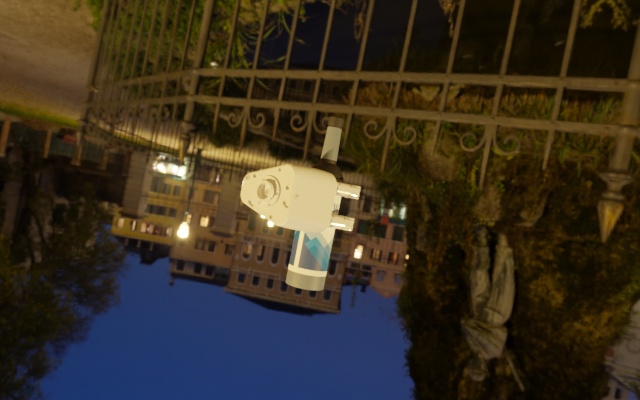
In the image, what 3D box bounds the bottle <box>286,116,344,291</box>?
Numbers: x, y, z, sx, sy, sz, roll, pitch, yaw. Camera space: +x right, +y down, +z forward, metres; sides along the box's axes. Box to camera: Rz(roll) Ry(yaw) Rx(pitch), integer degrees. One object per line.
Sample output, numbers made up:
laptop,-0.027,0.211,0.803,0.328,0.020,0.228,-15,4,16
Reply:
bottle,0.000,0.003,0.824,0.069,0.295,0.069,11,0,0
